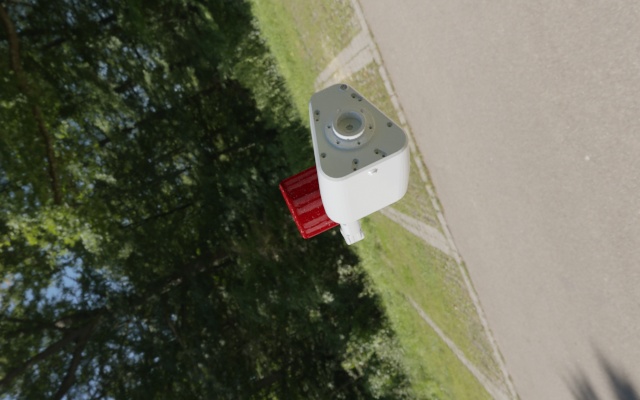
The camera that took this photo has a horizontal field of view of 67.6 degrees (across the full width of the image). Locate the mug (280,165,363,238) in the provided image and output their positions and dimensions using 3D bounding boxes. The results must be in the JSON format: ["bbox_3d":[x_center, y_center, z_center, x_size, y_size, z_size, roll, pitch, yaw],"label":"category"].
[{"bbox_3d":[0.000,0.003,0.630,0.081,0.093,0.117,-25,-25,-5],"label":"mug"}]
